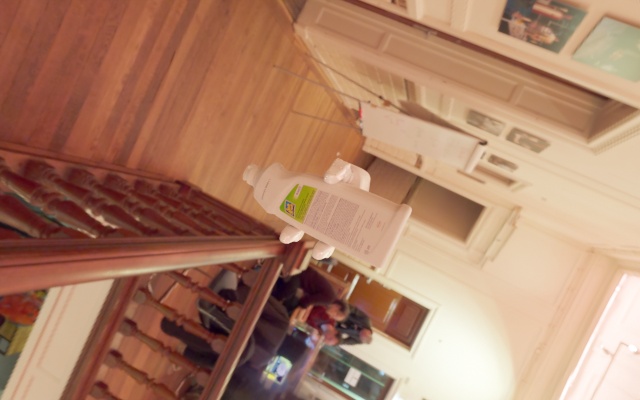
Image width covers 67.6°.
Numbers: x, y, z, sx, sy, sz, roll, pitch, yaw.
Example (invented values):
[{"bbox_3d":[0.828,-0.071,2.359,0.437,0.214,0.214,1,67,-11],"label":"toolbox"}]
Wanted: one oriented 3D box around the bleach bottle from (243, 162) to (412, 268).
[{"bbox_3d":[0.000,0.002,0.711,0.251,0.102,0.068,26,8,13],"label":"bleach bottle"}]
